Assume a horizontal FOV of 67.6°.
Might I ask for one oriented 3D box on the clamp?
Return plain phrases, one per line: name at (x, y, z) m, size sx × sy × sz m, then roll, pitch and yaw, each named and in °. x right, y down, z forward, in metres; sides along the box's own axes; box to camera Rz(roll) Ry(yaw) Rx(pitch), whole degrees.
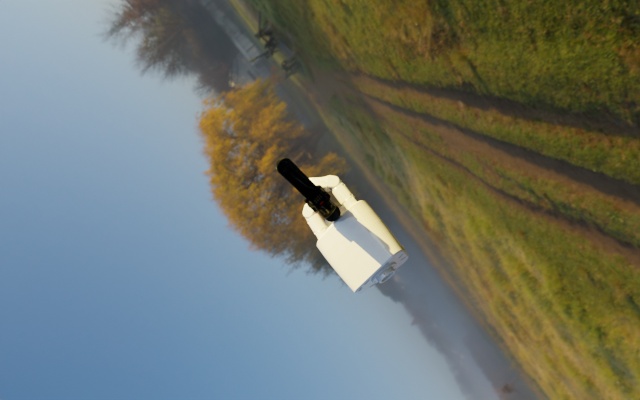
clamp at (0.000, 0.003, 0.732) m, size 0.039 × 0.120 × 0.171 m, roll -41°, pitch -24°, yaw 4°
